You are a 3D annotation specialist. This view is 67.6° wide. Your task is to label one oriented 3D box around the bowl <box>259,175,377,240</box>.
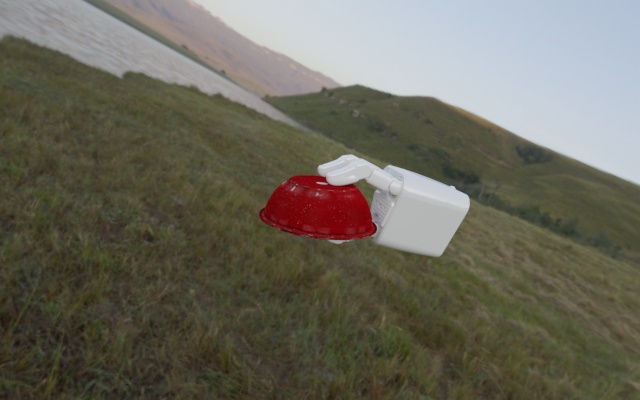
[{"bbox_3d":[-0.001,0.002,0.639,0.162,0.055,0.162,7,13,-2],"label":"bowl"}]
